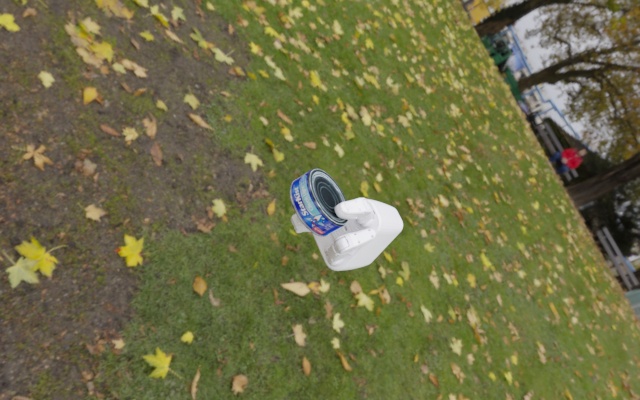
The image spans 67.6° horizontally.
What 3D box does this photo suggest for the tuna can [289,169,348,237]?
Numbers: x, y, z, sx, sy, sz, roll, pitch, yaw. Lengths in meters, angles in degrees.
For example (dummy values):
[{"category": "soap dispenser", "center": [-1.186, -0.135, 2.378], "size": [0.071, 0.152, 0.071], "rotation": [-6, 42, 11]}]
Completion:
[{"category": "tuna can", "center": [0.001, 0.002, 0.626], "size": [0.034, 0.086, 0.086], "rotation": [-31, -15, 27]}]
